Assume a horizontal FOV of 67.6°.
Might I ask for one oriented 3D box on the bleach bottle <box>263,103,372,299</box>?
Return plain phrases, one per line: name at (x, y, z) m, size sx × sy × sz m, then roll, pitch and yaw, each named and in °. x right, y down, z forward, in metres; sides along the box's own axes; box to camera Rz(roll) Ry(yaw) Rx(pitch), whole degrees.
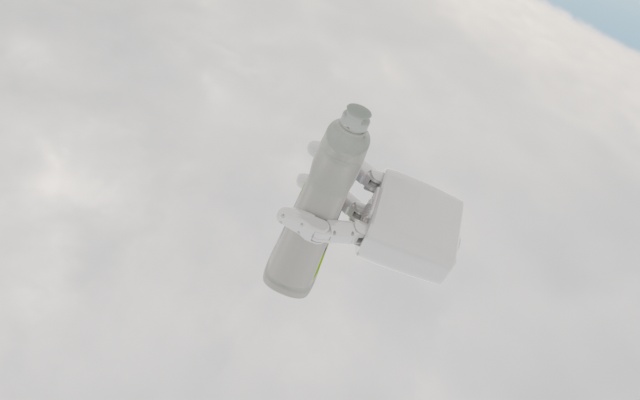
bleach bottle at (0.000, 0.002, 0.567) m, size 0.068 × 0.251 × 0.102 m, roll 22°, pitch 39°, yaw -1°
